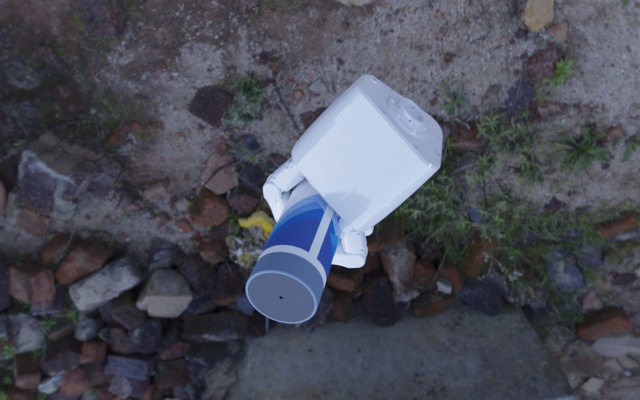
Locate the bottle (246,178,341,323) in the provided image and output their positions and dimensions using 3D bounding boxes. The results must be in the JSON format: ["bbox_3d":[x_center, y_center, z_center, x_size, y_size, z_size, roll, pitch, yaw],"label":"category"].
[{"bbox_3d":[0.000,0.002,0.535,0.069,0.069,0.295,0,35,17],"label":"bottle"}]
